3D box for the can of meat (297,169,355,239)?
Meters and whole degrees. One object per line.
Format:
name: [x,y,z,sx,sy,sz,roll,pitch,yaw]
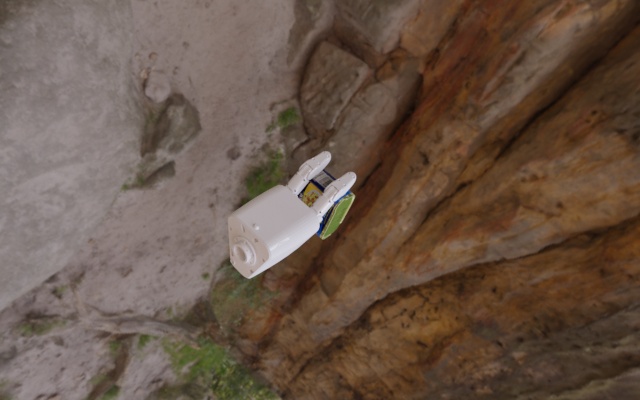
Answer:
can of meat: [0.000,0.003,0.800,0.084,0.102,0.057,41,43,18]
